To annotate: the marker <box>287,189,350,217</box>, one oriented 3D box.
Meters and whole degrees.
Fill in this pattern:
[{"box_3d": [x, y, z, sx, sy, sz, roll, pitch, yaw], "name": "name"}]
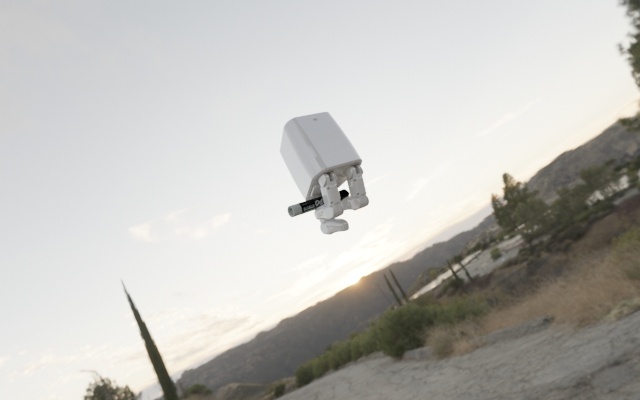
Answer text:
[{"box_3d": [0.000, 0.003, 0.770, 0.121, 0.020, 0.020, -18, 11, -37], "name": "marker"}]
